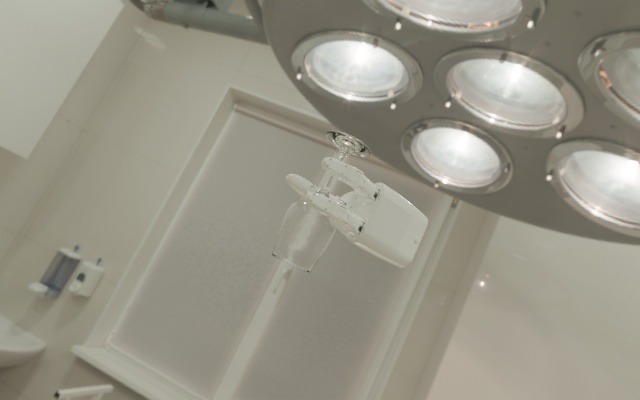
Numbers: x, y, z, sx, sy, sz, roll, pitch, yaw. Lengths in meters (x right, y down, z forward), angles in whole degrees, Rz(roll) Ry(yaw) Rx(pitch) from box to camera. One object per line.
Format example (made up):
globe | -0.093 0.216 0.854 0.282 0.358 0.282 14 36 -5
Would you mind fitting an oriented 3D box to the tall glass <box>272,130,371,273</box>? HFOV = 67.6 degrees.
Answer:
tall glass | 0.000 0.002 0.701 0.079 0.201 0.079 25 -11 5
